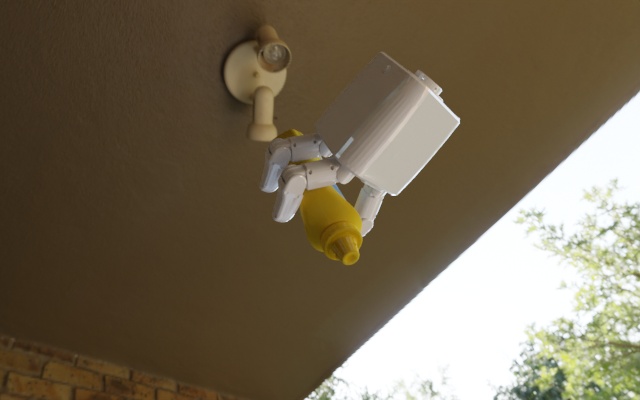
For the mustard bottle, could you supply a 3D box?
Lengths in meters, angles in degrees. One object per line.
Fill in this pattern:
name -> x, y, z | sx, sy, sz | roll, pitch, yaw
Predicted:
mustard bottle -> 0.000, 0.002, 0.526 | 0.058, 0.096, 0.191 | -29, 39, 0
